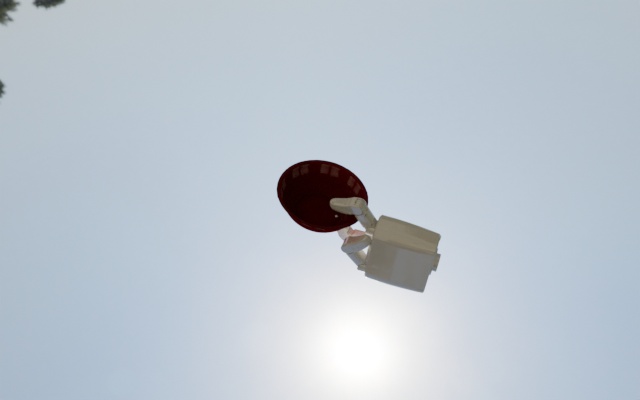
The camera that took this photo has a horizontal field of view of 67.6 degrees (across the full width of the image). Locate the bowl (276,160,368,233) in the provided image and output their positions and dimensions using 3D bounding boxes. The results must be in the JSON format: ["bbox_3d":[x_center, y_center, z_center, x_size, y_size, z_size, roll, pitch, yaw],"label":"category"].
[{"bbox_3d":[-0.001,0.002,0.842,0.162,0.162,0.055,0,-40,-14],"label":"bowl"}]
